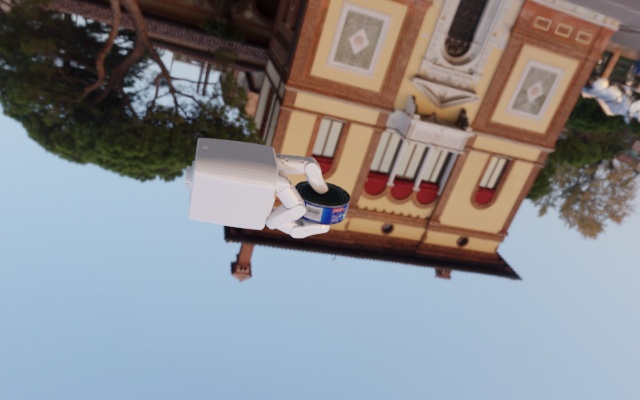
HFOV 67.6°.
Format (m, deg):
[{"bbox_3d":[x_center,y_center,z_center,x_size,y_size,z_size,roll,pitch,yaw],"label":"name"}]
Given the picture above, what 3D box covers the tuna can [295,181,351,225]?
[{"bbox_3d":[0.000,0.003,0.722,0.086,0.034,0.086,10,25,-5],"label":"tuna can"}]
